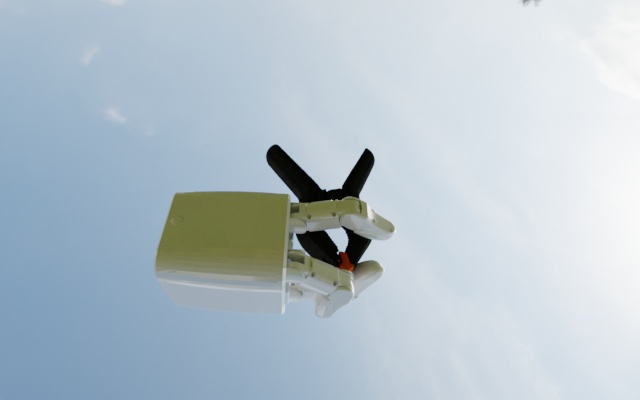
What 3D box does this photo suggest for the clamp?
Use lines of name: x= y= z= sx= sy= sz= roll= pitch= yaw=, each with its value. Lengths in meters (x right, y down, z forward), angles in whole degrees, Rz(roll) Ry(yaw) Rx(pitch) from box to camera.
clamp: x=0.000 y=0.002 z=0.482 sx=0.120 sy=0.171 sz=0.039 roll=3 pitch=-44 yaw=-2
